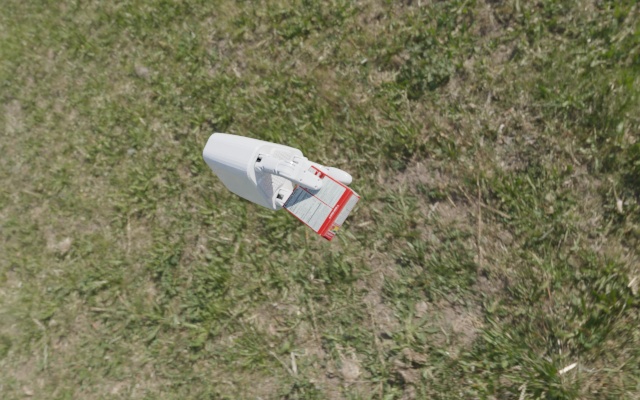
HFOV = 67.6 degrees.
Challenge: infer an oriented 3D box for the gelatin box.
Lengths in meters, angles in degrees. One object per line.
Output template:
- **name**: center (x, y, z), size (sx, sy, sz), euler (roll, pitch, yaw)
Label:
- **gelatin box**: center (0.000, 0.002, 0.654), size (0.089, 0.073, 0.030), euler (35, 1, 41)
